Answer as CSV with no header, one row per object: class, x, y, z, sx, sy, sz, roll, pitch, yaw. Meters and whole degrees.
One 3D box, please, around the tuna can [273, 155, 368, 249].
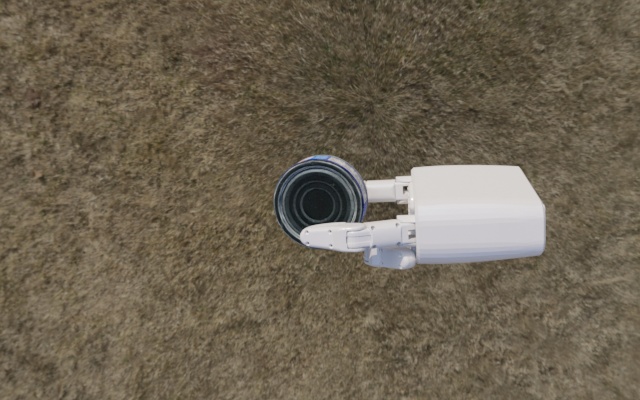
tuna can,0.000,0.002,0.446,0.086,0.086,0.033,0,12,12
